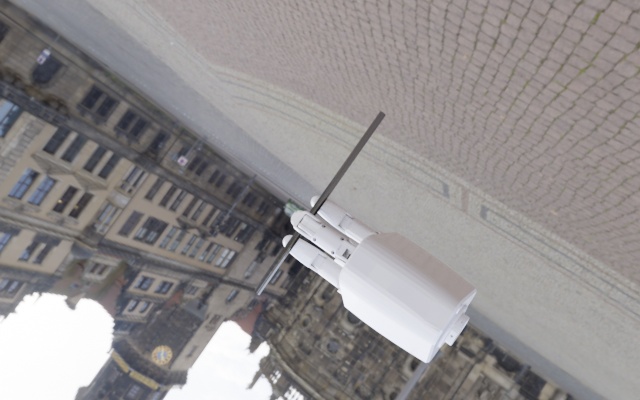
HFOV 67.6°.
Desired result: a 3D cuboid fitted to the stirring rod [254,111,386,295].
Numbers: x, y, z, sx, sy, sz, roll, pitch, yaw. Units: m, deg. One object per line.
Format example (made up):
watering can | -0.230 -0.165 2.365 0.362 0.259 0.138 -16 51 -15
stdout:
stirring rod | 0.000 0.002 0.522 0.011 0.239 0.011 35 -3 2
